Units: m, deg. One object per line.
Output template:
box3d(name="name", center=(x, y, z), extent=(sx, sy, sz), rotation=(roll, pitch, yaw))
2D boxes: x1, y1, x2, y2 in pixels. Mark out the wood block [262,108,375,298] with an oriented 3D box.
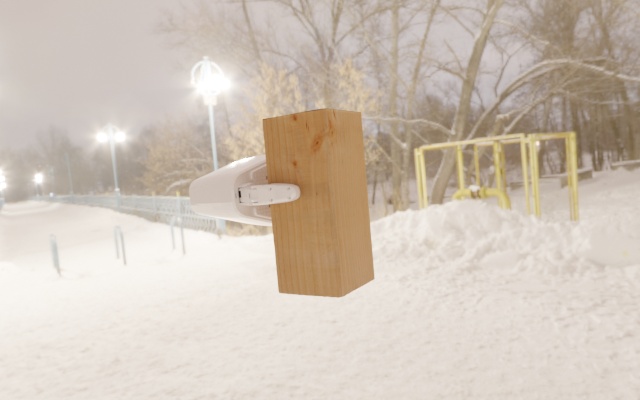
box3d(name="wood block", center=(0.000, 0.002, 0.571), extent=(0.090, 0.206, 0.091), rotation=(-3, 5, 32))
